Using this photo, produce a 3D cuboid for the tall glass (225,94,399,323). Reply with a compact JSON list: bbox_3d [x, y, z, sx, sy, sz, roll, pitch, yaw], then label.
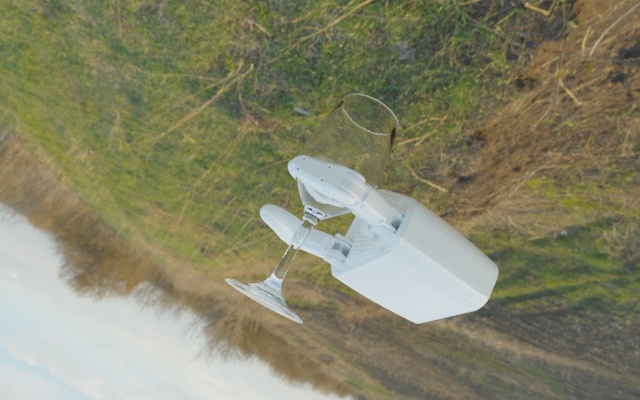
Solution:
[{"bbox_3d":[0.000,0.002,0.425,0.079,0.201,0.079,27,-18,9],"label":"tall glass"}]
